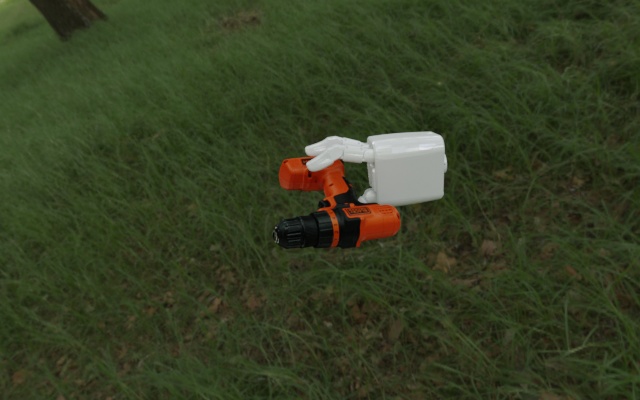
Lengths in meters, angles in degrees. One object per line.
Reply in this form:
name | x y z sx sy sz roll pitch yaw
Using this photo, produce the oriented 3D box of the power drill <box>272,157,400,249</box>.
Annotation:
power drill | 0.000 0.002 0.707 0.184 0.057 0.187 -4 35 -22
